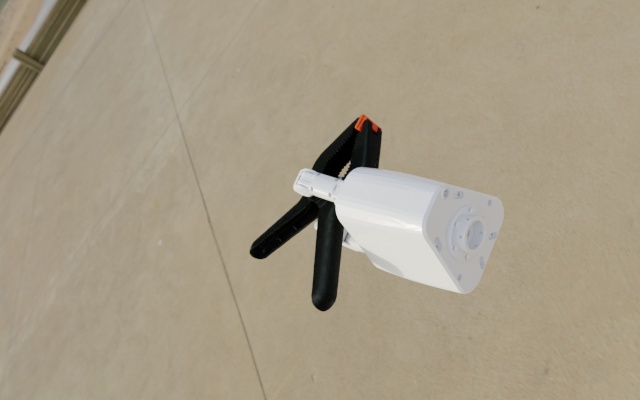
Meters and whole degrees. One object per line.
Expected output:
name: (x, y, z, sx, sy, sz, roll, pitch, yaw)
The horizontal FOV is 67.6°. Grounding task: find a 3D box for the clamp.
clamp: (0.000, 0.001, 0.531, 0.036, 0.210, 0.164, 32, -11, -36)
